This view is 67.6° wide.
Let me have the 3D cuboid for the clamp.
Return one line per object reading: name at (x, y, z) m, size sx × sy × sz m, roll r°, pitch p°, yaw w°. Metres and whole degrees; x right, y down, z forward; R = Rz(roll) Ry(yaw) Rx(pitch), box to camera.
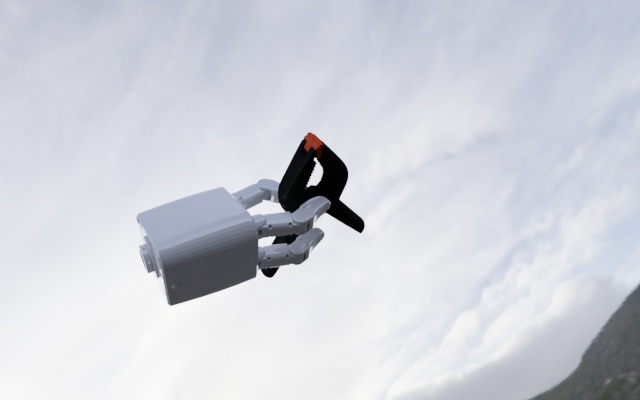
clamp at (0.000, 0.001, 0.608) m, size 0.164 × 0.210 × 0.036 m, roll -20°, pitch 49°, yaw -27°
